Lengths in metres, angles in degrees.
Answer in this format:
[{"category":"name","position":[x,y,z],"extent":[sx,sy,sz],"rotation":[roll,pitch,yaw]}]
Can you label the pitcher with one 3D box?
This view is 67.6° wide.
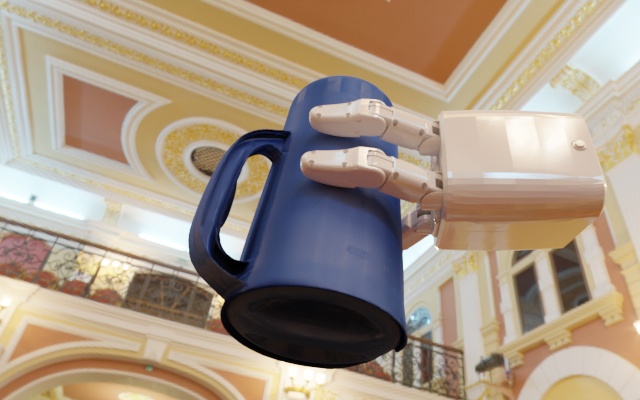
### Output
[{"category":"pitcher","position":[0.000,0.001,0.403],"extent":[0.145,0.242,0.149],"rotation":[-1,-40,11]}]
